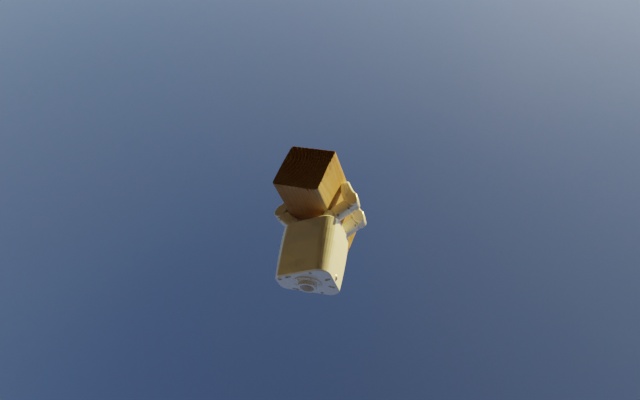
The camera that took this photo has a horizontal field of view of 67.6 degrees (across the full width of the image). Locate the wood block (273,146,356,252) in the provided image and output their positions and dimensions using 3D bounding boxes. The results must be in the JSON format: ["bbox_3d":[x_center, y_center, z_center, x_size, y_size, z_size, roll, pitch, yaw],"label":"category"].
[{"bbox_3d":[0.000,0.003,0.897,0.091,0.090,0.206,9,-33,26],"label":"wood block"}]
